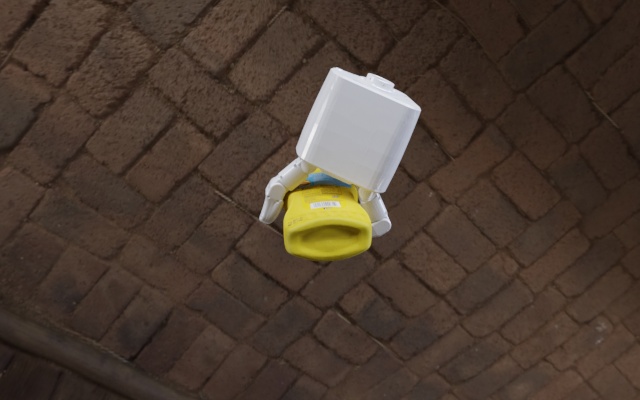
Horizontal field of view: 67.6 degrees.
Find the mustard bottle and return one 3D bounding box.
[{"bbox_3d":[0.000,0.002,0.595,0.096,0.058,0.191,-5,26,-4],"label":"mustard bottle"}]
